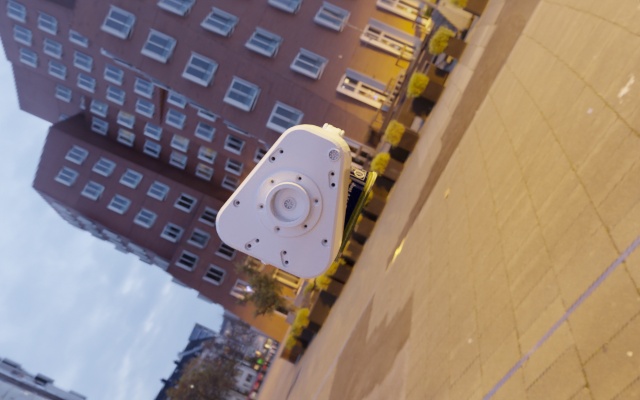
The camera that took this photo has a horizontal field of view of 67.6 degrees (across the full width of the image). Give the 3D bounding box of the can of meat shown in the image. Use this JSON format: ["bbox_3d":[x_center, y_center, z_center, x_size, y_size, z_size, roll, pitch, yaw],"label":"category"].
[{"bbox_3d":[0.000,0.001,0.503,0.084,0.102,0.057,23,12,1],"label":"can of meat"}]
